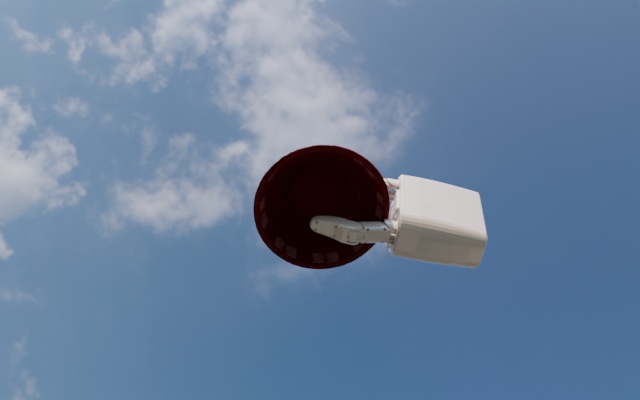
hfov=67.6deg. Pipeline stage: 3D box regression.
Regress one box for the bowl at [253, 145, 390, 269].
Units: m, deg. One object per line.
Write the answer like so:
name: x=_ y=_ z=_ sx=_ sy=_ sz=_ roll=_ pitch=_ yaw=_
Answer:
bowl: x=-0.001 y=0.001 z=0.584 sx=0.162 sy=0.162 sz=0.055 roll=0 pitch=24 yaw=-5
